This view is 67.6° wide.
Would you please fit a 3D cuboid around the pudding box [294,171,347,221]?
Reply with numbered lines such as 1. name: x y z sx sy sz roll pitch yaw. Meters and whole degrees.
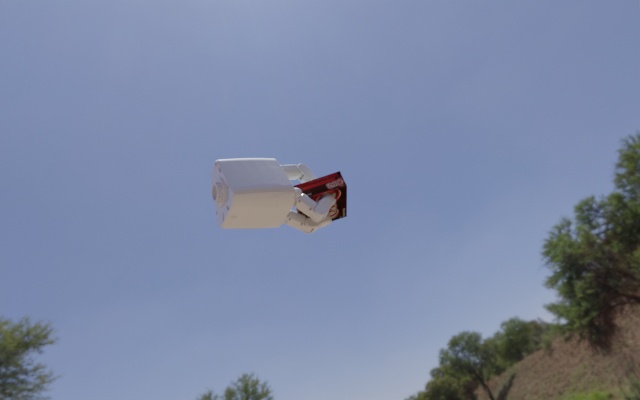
1. pudding box: 0.000 0.003 0.850 0.090 0.039 0.114 -17 -28 -7
